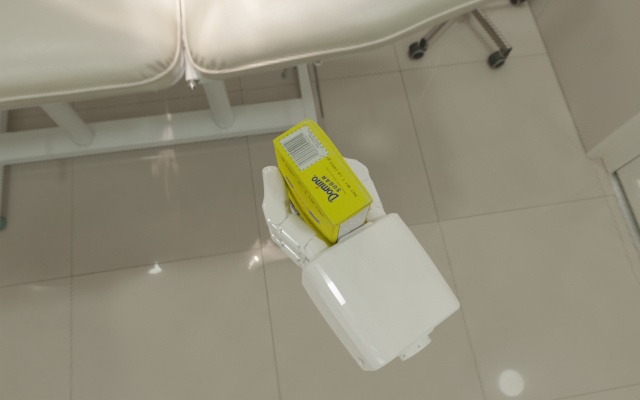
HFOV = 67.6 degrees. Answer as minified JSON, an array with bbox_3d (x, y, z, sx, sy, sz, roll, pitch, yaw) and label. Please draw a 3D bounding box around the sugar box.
[{"bbox_3d":[0.000,0.002,0.470,0.048,0.093,0.176,-32,-15,-12],"label":"sugar box"}]
